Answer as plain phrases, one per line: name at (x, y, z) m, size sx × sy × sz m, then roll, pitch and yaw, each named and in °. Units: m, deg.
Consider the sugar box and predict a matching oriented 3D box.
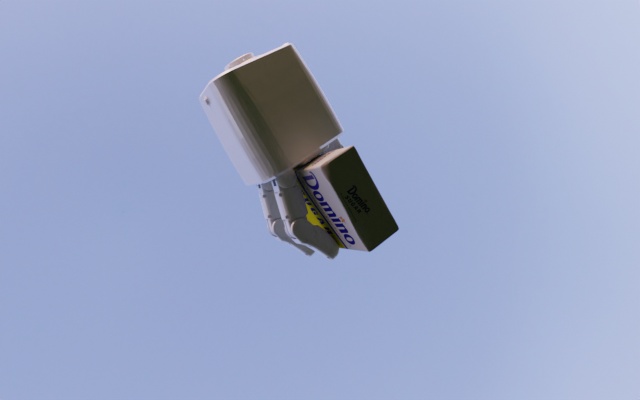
sugar box at (0.000, 0.002, 0.502) m, size 0.048 × 0.093 × 0.176 m, roll -34°, pitch 12°, yaw -20°
